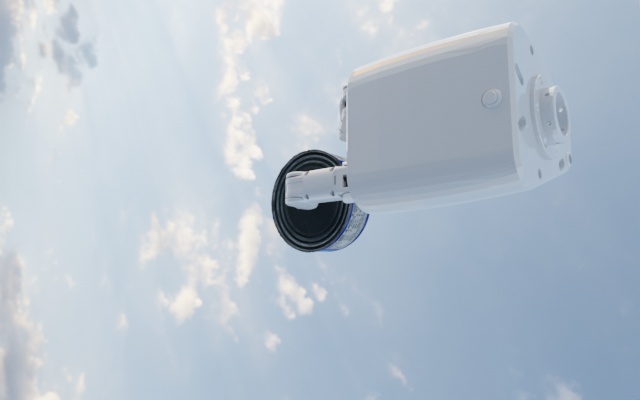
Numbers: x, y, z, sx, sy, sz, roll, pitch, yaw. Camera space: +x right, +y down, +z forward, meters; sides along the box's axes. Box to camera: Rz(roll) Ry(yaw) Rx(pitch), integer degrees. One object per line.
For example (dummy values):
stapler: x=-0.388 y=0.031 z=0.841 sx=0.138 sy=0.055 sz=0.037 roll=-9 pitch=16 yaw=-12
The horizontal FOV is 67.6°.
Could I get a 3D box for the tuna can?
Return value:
tuna can: x=0.000 y=0.001 z=0.408 sx=0.086 sy=0.086 sz=0.034 roll=0 pitch=-5 yaw=39
